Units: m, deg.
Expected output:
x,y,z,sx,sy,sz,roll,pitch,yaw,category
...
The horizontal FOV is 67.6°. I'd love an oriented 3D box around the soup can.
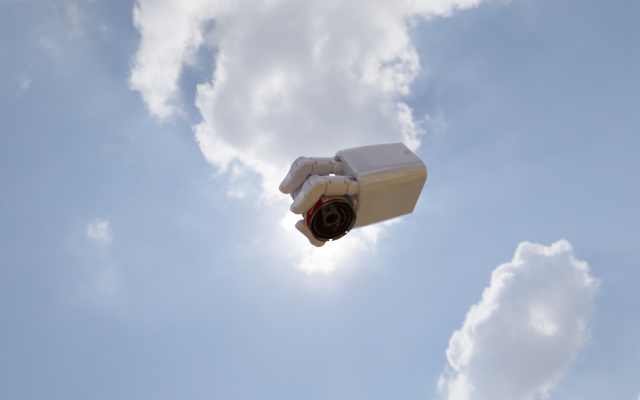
x,y,z,sx,sy,sz,roll,pitch,yaw,category
0.000,0.002,0.683,0.068,0.068,0.102,0,32,-25,soup can
